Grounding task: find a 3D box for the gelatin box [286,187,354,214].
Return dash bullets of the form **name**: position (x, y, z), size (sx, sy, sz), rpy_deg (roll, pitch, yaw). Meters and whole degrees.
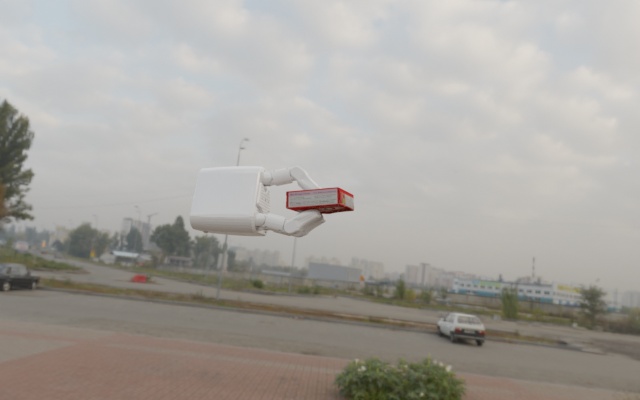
- **gelatin box**: position (0.000, 0.002, 0.748), size (0.089, 0.030, 0.073), rpy_deg (-5, -11, 21)
